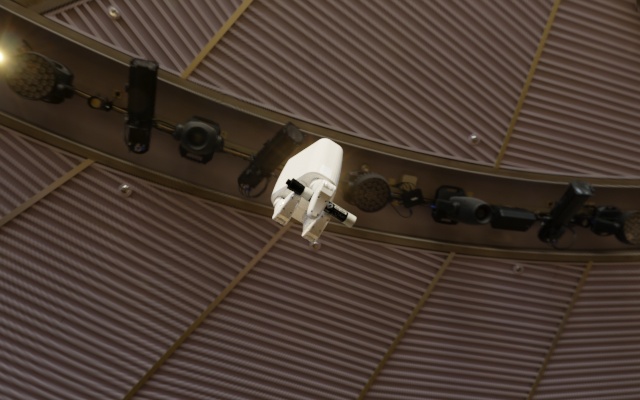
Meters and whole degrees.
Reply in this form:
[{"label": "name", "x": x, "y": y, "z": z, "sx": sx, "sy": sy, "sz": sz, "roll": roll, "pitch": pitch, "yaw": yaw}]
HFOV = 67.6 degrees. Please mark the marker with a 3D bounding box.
[{"label": "marker", "x": 0.000, "y": 0.002, "z": 0.717, "sx": 0.121, "sy": 0.020, "sz": 0.020, "roll": 32, "pitch": -9, "yaw": -14}]
